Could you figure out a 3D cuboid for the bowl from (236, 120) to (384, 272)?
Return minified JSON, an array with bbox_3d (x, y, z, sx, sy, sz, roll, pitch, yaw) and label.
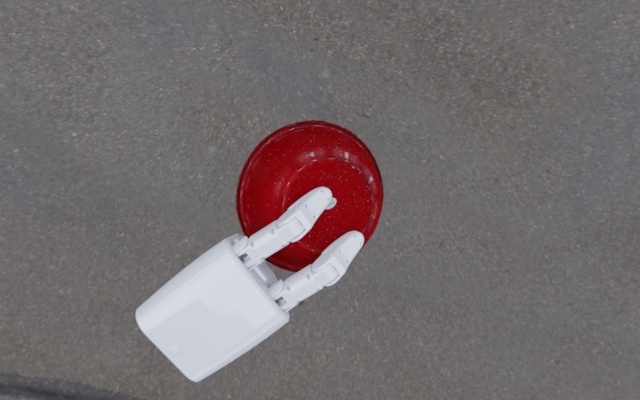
[{"bbox_3d":[0.001,0.001,0.476,0.162,0.162,0.055,0,8,-18],"label":"bowl"}]
